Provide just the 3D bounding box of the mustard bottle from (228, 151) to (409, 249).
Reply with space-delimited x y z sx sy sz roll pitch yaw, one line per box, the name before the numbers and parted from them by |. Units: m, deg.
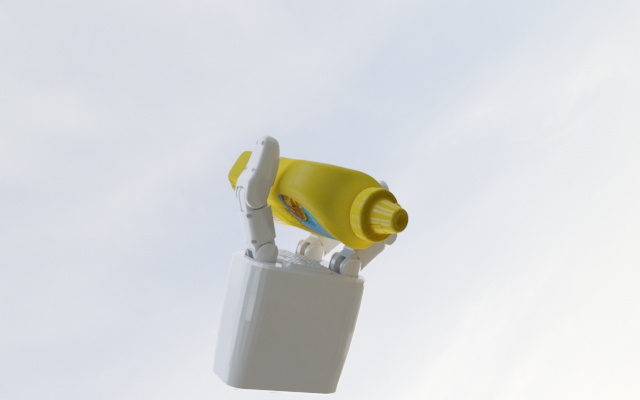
mustard bottle | 0.000 0.001 0.413 0.096 0.058 0.191 41 -16 -34
